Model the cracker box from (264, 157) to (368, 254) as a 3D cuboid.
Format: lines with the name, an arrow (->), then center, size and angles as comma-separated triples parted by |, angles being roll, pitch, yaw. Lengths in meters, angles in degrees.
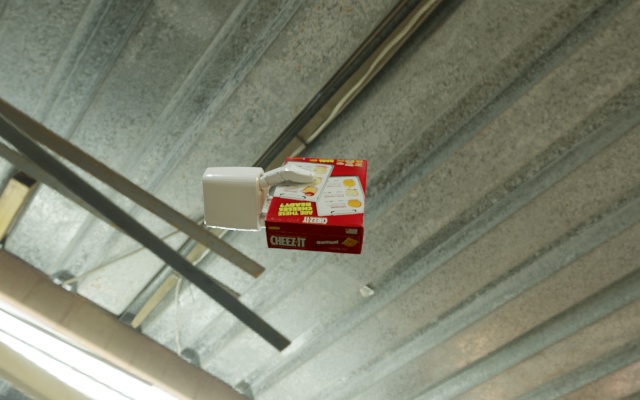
cracker box -> 0.000, 0.003, 0.873 | 0.164, 0.072, 0.213 | 3, 36, 6
